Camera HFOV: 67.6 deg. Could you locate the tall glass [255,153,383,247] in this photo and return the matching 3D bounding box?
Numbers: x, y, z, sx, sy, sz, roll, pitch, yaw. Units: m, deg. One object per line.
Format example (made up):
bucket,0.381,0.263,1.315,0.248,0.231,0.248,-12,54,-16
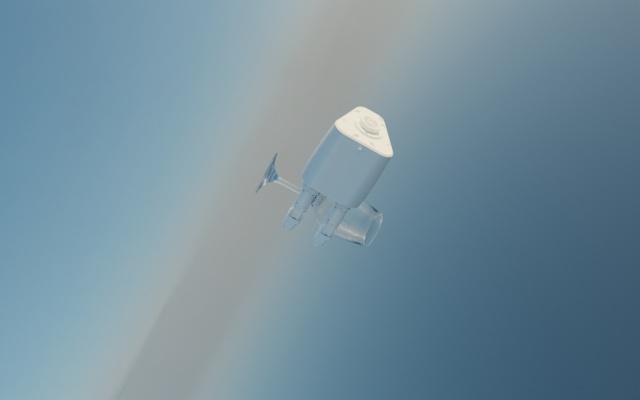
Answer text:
tall glass,-0.001,0.002,0.771,0.201,0.079,0.079,28,-4,-7
